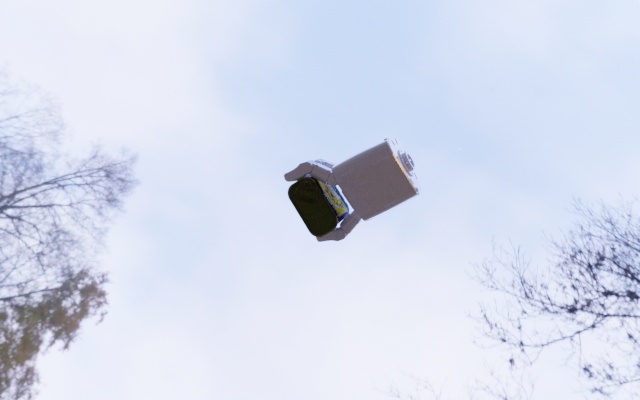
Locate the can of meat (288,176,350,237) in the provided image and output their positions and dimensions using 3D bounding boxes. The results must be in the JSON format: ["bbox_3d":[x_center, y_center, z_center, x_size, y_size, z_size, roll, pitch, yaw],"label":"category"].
[{"bbox_3d":[0.000,0.003,0.831,0.057,0.102,0.084,-31,1,24],"label":"can of meat"}]
